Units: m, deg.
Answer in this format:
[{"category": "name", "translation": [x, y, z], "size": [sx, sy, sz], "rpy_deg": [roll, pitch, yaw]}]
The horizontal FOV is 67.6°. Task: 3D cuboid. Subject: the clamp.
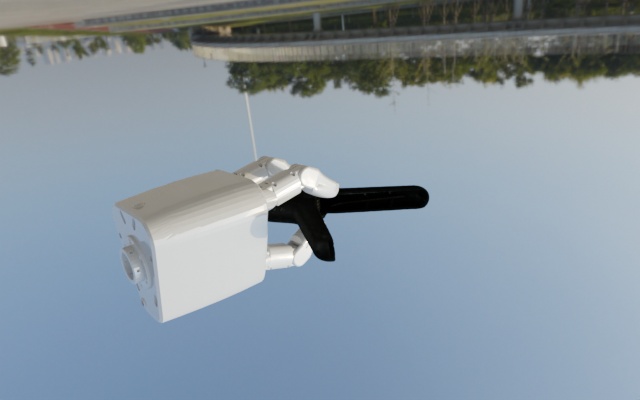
[{"category": "clamp", "translation": [0.000, 0.002, 0.523], "size": [0.164, 0.036, 0.210], "rpy_deg": [-20, 24, -36]}]
